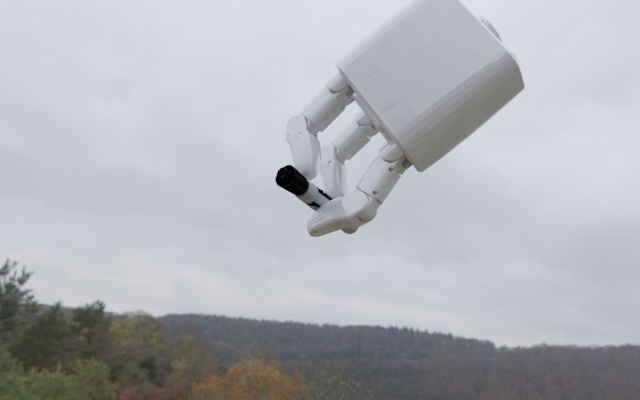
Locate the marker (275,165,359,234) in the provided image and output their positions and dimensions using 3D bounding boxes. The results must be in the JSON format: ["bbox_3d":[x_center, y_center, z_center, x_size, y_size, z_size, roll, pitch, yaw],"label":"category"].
[{"bbox_3d":[0.000,0.001,0.404,0.020,0.020,0.121,0,-22,31],"label":"marker"}]
